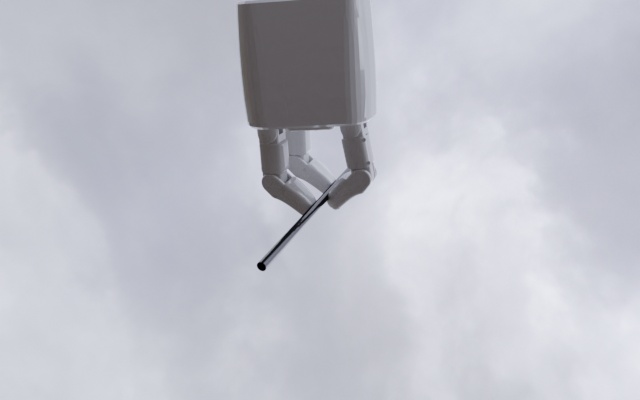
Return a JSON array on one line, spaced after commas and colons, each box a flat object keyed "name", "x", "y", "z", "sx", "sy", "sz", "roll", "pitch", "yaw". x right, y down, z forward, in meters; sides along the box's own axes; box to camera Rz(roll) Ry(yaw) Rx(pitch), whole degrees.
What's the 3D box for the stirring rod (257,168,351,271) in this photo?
[{"name": "stirring rod", "x": 0.000, "y": 0.001, "z": 0.459, "sx": 0.011, "sy": 0.011, "sz": 0.239, "roll": 0, "pitch": 24, "yaw": 24}]
